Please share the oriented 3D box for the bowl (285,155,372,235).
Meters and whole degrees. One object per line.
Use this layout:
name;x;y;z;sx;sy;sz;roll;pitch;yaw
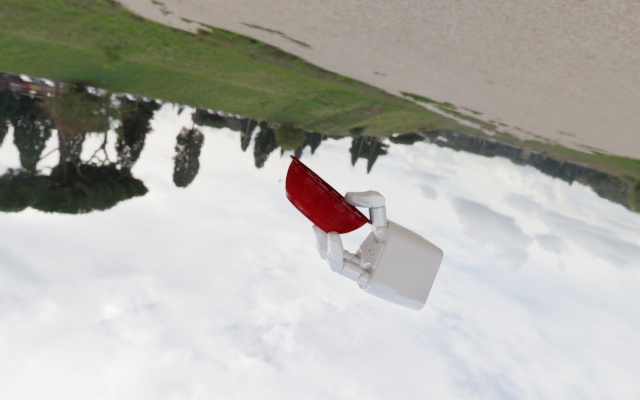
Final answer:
bowl;-0.001;0.002;0.721;0.162;0.055;0.162;40;4;-4
